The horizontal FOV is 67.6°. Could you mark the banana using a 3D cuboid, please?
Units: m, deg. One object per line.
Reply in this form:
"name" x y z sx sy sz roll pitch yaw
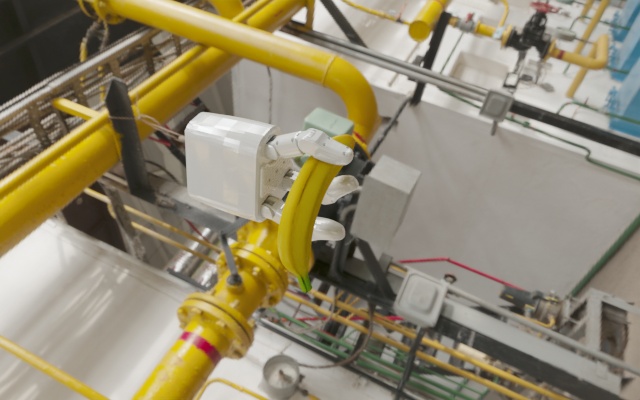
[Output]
"banana" -0.007 -0.004 0.529 0.037 0.197 0.070 9 -23 26
